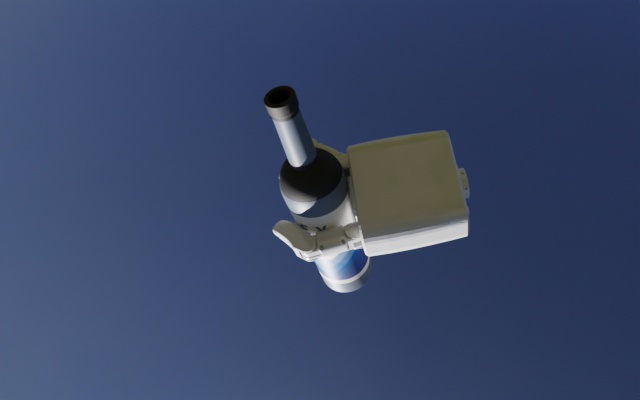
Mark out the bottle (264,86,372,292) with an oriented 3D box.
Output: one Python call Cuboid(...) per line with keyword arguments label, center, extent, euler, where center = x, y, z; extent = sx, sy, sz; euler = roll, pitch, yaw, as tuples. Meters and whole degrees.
Cuboid(label="bottle", center=(0.000, 0.002, 0.507), extent=(0.069, 0.069, 0.296), euler=(0, -37, 17))
